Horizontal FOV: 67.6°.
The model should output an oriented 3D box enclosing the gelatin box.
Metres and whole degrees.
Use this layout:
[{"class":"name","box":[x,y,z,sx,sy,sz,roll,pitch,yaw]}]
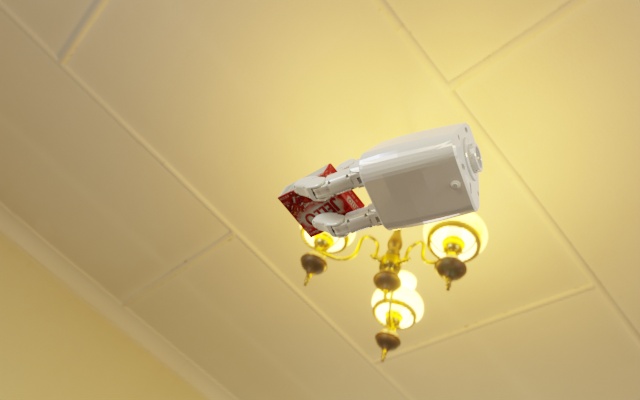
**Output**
[{"class":"gelatin box","box":[0.000,0.002,0.613,0.089,0.073,0.030,-25,22,39]}]
